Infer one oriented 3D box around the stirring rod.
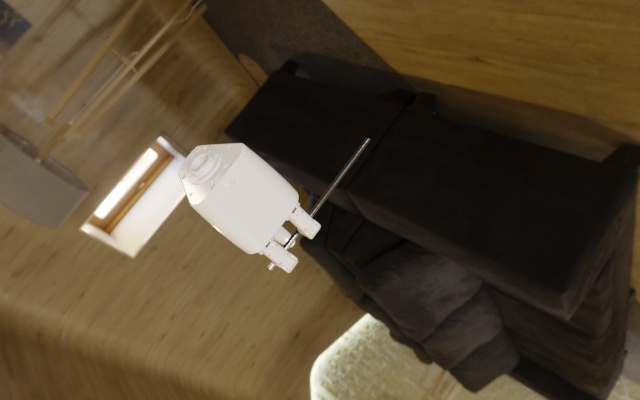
[{"bbox_3d":[0.000,0.002,0.693,0.011,0.239,0.011,36,-10,8],"label":"stirring rod"}]
